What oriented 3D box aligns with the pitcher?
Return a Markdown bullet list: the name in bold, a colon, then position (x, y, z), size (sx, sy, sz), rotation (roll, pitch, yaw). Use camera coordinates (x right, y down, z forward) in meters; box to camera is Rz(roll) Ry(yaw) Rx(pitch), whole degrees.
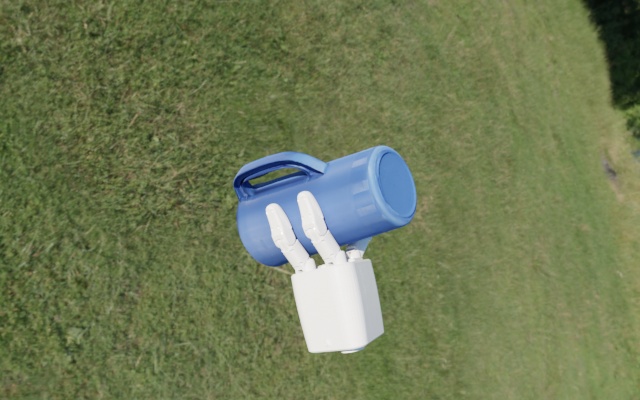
- **pitcher**: position (0.000, 0.002, 0.669), size (0.243, 0.145, 0.149), rotation (-19, -12, 37)
